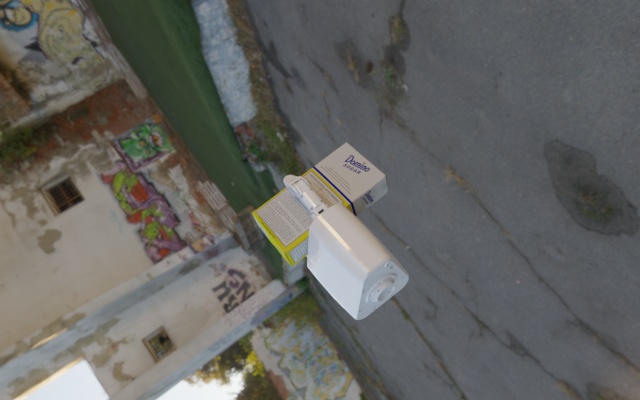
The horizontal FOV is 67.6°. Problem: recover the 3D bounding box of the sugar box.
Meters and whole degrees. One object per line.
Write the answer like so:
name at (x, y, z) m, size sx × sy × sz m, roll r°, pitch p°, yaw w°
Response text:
sugar box at (0.000, 0.003, 0.675) m, size 0.176 × 0.093 × 0.048 m, roll -35°, pitch -35°, yaw -12°
